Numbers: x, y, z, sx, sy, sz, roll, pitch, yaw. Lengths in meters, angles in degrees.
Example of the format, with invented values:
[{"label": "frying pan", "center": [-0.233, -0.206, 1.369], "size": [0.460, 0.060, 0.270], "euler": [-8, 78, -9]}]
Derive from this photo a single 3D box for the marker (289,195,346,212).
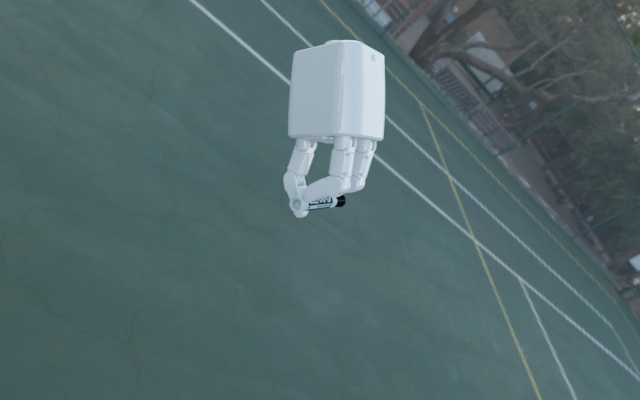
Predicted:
[{"label": "marker", "center": [0.000, 0.002, 0.621], "size": [0.020, 0.020, 0.121], "euler": [0, 2, 30]}]
